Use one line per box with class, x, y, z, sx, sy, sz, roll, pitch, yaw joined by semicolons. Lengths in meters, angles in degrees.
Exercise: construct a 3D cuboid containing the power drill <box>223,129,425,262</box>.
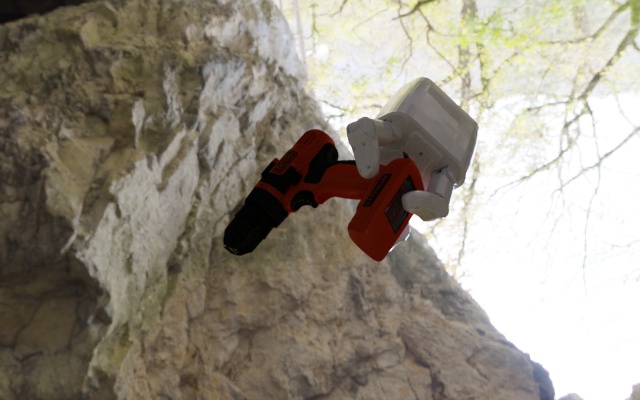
power drill;0.001;0.002;0.511;0.187;0.184;0.057;17;-29;41
